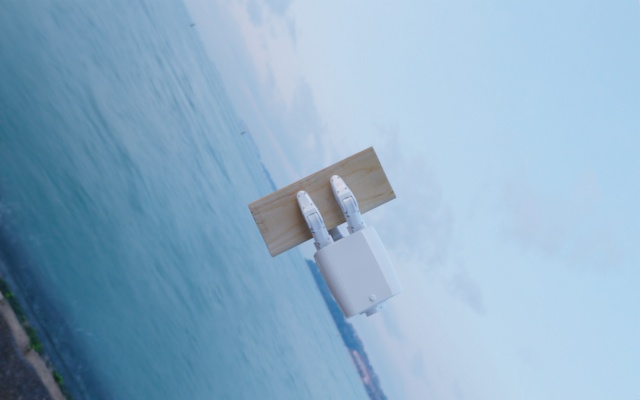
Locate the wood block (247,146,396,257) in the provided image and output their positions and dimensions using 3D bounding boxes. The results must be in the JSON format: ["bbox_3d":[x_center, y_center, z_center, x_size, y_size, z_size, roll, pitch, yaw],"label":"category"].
[{"bbox_3d":[0.000,0.003,0.751,0.206,0.090,0.091,-25,-1,-4],"label":"wood block"}]
